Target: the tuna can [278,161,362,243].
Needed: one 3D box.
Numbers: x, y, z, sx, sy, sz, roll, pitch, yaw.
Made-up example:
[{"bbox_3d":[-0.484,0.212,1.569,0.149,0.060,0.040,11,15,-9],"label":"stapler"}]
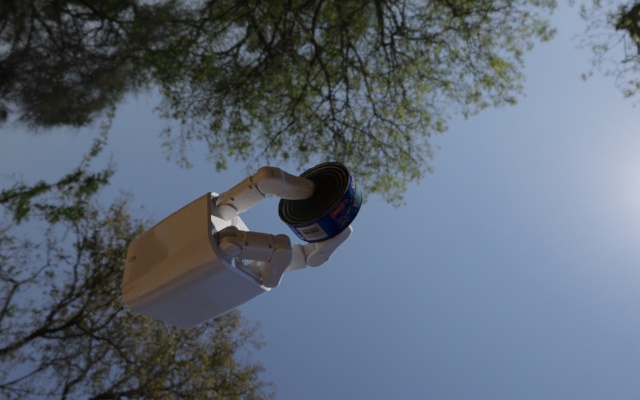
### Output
[{"bbox_3d":[0.000,0.002,0.498,0.086,0.086,0.034,0,-40,43],"label":"tuna can"}]
